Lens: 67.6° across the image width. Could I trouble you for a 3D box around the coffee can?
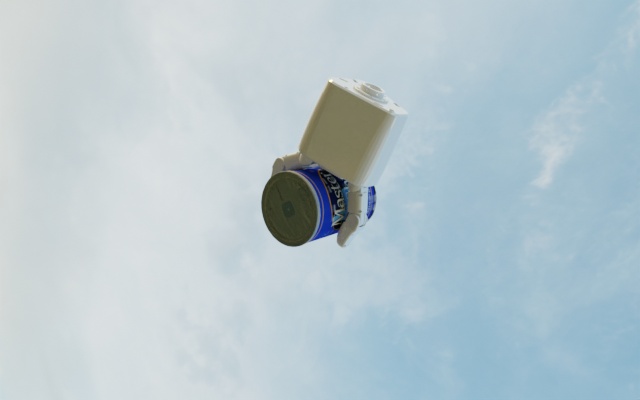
[{"bbox_3d":[0.000,0.002,0.687,0.103,0.103,0.140,0,8,39],"label":"coffee can"}]
